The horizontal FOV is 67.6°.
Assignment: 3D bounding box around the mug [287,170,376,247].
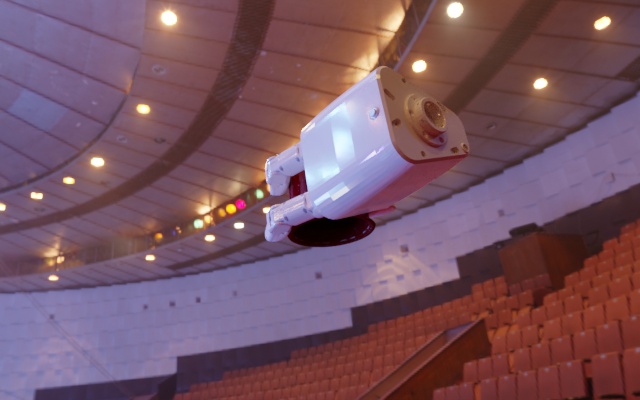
[{"bbox_3d":[-0.001,0.002,0.526,0.093,0.081,0.117,13,-31,-37],"label":"mug"}]
